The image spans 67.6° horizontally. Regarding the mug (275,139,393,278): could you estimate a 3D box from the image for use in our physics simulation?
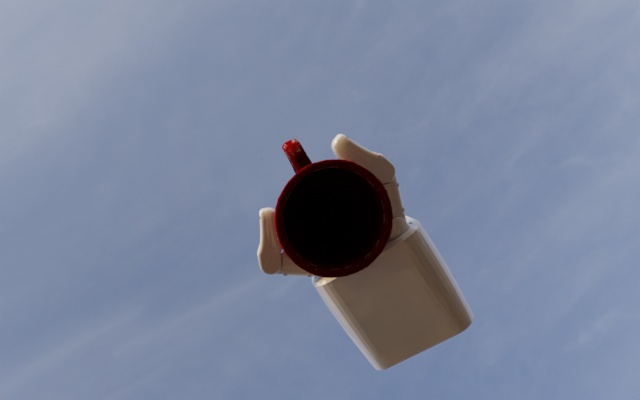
[{"bbox_3d":[-0.001,0.000,0.408,0.093,0.117,0.081,-32,8,-3],"label":"mug"}]
